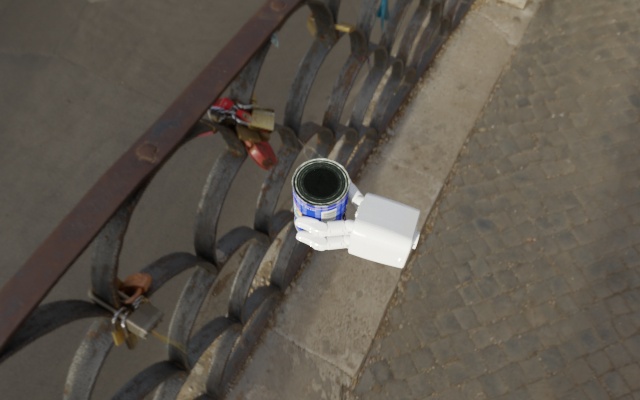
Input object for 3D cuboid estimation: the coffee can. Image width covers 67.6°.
[{"bbox_3d":[0.000,0.003,0.894,0.103,0.102,0.140,0,-31,-1],"label":"coffee can"}]
